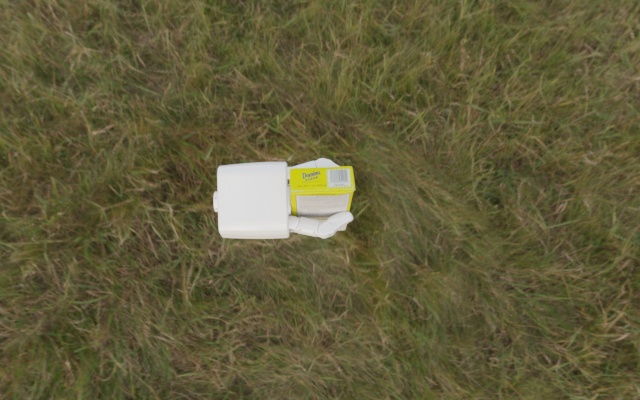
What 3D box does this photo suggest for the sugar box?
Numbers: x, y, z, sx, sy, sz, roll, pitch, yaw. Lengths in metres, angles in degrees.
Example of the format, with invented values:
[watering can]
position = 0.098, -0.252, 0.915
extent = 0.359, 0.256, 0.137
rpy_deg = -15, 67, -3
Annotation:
[sugar box]
position = 0.000, 0.002, 0.756
extent = 0.093, 0.048, 0.176
rpy_deg = -1, -19, -3
